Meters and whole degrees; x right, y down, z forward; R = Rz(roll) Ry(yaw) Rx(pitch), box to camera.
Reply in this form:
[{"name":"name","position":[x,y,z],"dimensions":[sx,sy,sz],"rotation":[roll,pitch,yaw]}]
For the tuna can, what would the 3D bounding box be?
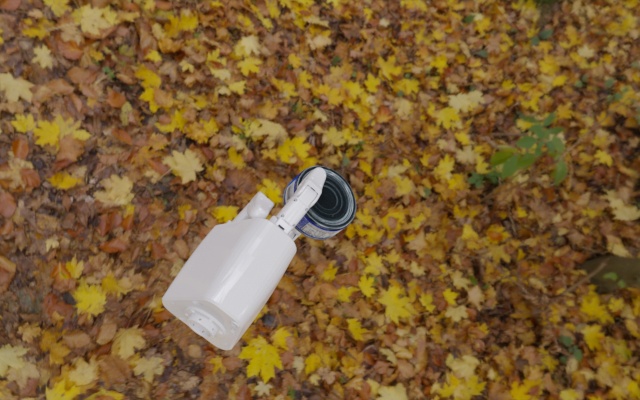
[{"name":"tuna can","position":[0.000,0.002,0.574],"dimensions":[0.086,0.086,0.034],"rotation":[0,-24,-34]}]
